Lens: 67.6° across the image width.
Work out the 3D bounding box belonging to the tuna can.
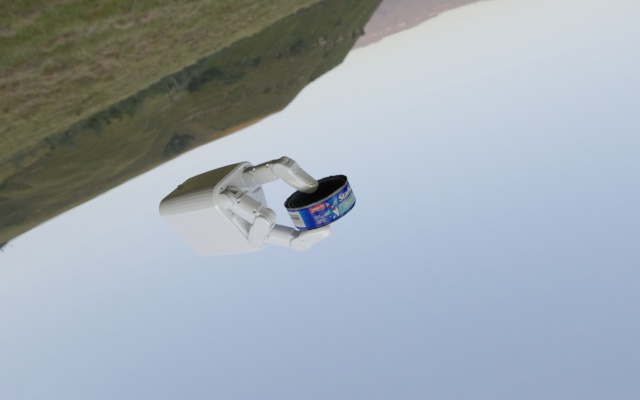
[{"bbox_3d":[0.000,0.002,0.594,0.086,0.034,0.086,-22,18,8],"label":"tuna can"}]
